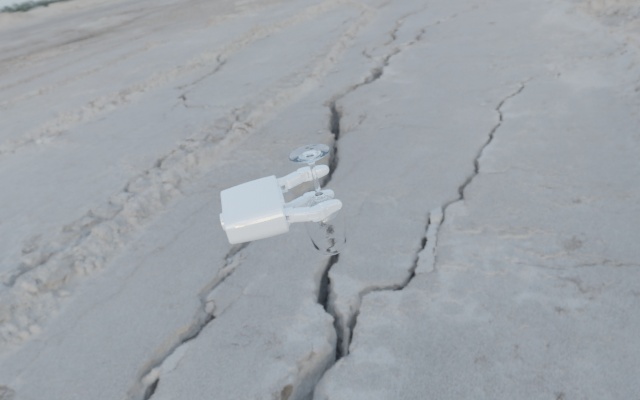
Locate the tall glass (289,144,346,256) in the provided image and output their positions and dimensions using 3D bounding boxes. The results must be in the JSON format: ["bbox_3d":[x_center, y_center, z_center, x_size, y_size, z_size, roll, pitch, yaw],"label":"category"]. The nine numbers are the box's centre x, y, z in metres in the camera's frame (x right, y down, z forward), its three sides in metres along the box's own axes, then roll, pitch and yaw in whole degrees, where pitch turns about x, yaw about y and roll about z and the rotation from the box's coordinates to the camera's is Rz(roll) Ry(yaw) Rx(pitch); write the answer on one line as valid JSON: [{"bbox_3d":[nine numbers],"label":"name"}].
[{"bbox_3d":[0.000,0.002,0.876,0.079,0.201,0.079,-10,28,6],"label":"tall glass"}]
